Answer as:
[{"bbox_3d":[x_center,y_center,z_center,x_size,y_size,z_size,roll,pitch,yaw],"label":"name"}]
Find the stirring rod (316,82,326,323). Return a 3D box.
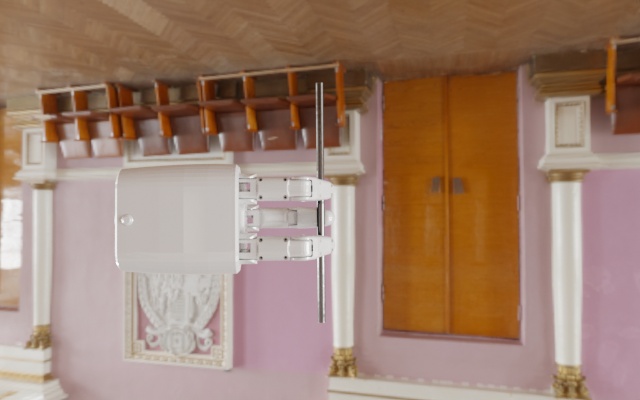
[{"bbox_3d":[0.000,0.001,0.481,0.011,0.239,0.011,0,-1,0],"label":"stirring rod"}]
